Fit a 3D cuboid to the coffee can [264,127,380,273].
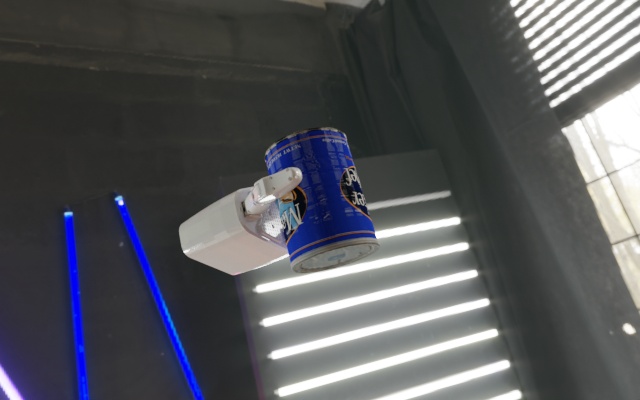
[{"bbox_3d":[0.000,0.002,0.553,0.103,0.140,0.103,-14,-18,-5],"label":"coffee can"}]
